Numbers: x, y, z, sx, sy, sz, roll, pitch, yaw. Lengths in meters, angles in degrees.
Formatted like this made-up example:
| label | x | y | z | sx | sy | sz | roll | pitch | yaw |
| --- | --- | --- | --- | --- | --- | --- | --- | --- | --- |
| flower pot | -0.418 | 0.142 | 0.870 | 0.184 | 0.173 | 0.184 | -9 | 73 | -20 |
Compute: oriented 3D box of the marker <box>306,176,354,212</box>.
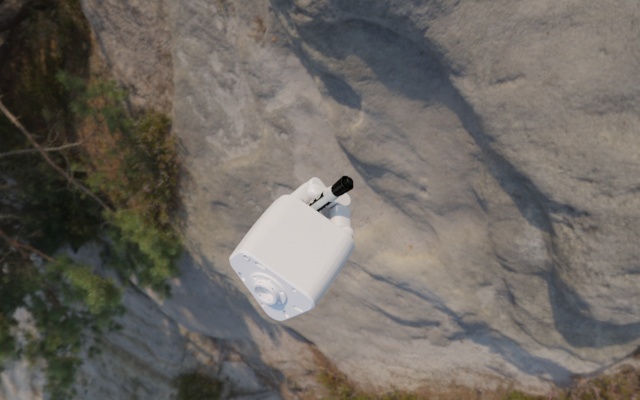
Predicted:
| label | x | y | z | sx | sy | sz | roll | pitch | yaw |
| --- | --- | --- | --- | --- | --- | --- | --- | --- | --- |
| marker | 0.000 | 0.002 | 0.586 | 0.020 | 0.020 | 0.121 | 0 | -24 | -38 |
